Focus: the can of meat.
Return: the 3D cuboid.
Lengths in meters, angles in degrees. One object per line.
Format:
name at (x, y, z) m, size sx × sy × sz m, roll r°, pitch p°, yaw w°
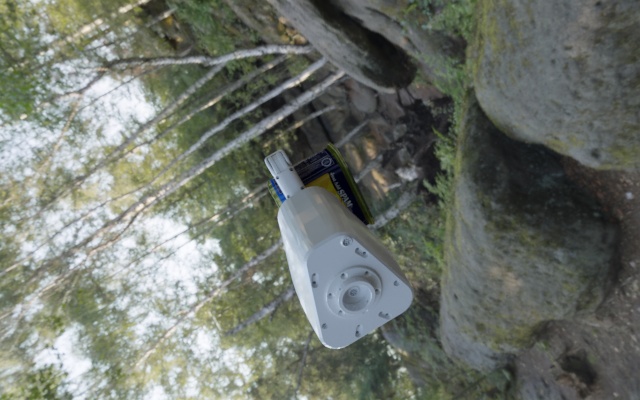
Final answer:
can of meat at (0.000, 0.002, 0.529) m, size 0.084 × 0.102 × 0.057 m, roll -30°, pitch 28°, yaw -2°
